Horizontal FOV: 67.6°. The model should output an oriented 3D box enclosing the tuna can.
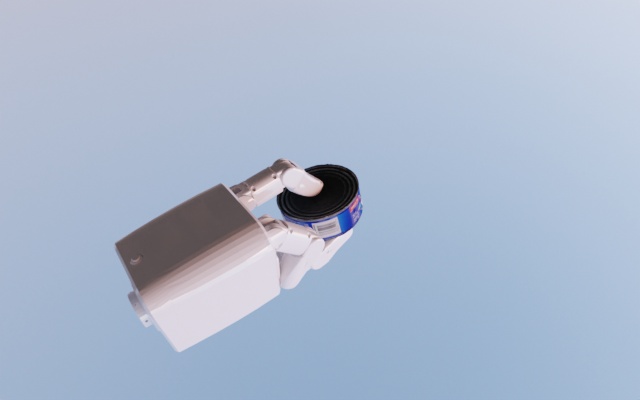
[{"bbox_3d":[0.000,0.002,0.493,0.086,0.034,0.086,-9,40,8],"label":"tuna can"}]
